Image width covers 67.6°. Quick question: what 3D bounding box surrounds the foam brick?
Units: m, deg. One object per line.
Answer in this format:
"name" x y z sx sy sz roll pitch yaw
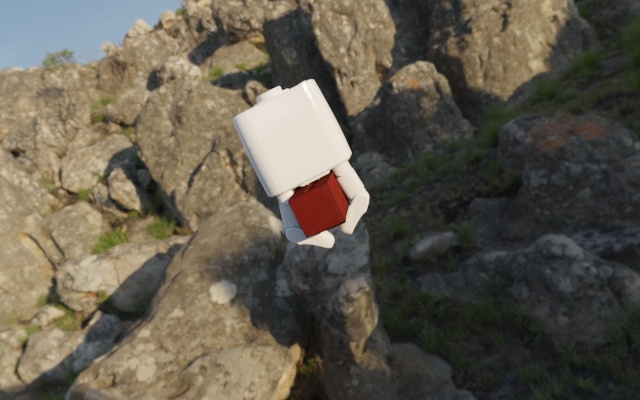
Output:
"foam brick" 0.000 0.002 0.580 0.053 0.051 0.078 -23 13 13
